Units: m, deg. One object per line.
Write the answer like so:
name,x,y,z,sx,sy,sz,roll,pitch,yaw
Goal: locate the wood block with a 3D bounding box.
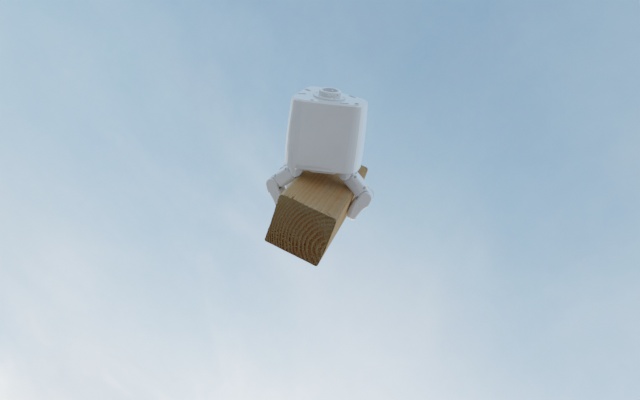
wood block,0.001,0.002,0.769,0.091,0.090,0.206,25,30,7
